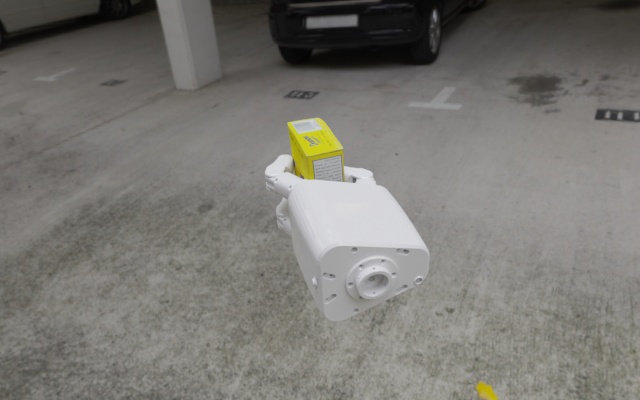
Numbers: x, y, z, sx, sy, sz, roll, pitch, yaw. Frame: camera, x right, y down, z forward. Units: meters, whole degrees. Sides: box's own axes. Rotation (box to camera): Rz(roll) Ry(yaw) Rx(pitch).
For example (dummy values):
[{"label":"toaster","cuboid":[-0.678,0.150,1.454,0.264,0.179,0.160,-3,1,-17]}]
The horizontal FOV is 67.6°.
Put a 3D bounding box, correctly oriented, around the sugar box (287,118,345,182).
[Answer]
[{"label":"sugar box","cuboid":[0.000,0.002,0.559,0.048,0.176,0.093,-11,33,-11]}]
